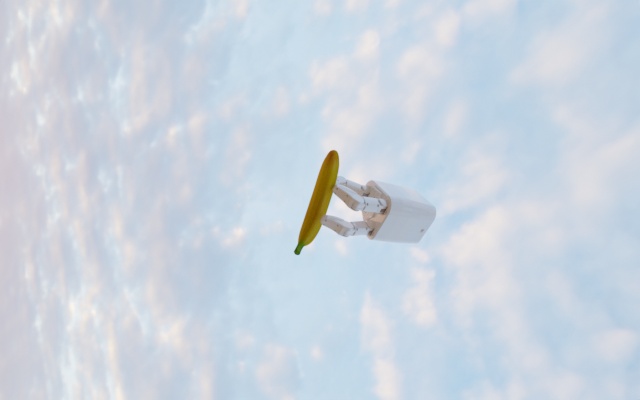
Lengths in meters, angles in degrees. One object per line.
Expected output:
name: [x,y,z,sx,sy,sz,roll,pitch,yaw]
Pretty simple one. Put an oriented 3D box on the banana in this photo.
banana: [-0.001,0.002,0.854,0.037,0.198,0.069,18,12,-3]
